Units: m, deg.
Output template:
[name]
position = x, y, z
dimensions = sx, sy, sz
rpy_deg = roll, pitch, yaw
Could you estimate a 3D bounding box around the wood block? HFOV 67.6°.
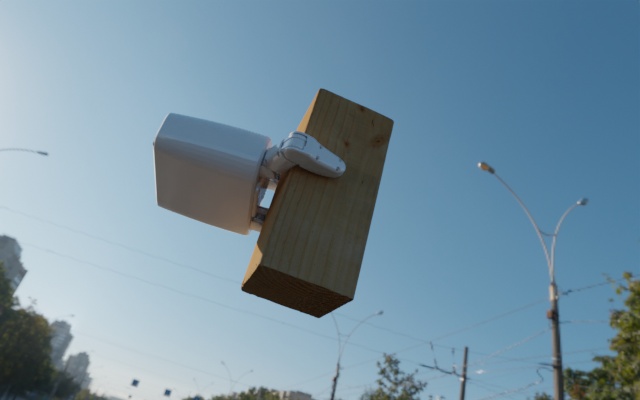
[wood block]
position = 0.000, 0.001, 0.491
dimensions = 0.090, 0.206, 0.091
rpy_deg = 22, -29, -11
